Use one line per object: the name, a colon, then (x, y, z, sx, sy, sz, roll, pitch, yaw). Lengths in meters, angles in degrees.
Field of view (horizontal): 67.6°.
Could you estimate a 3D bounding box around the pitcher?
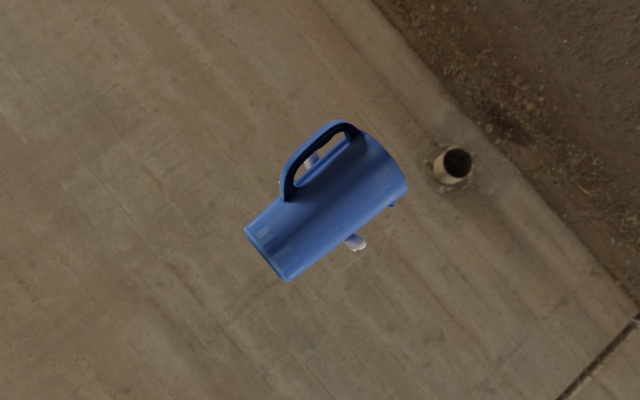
pitcher: (0.000, 0.003, 0.737, 0.243, 0.149, 0.145, -40, -11, -10)
